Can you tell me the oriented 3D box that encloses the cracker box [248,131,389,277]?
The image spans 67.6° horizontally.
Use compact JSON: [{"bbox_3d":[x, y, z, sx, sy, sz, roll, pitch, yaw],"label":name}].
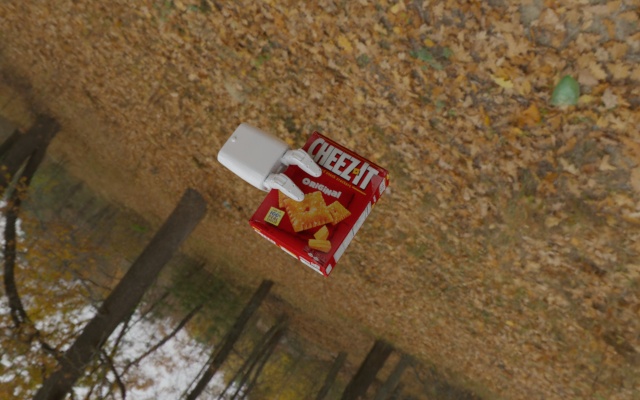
[{"bbox_3d":[0.000,0.003,0.863,0.164,0.213,0.072,31,-14,16],"label":"cracker box"}]
